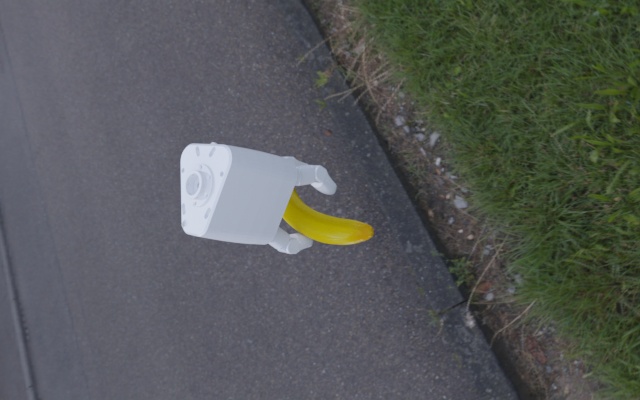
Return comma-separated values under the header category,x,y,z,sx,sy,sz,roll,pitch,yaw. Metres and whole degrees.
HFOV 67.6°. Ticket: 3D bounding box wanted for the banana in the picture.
category,x,y,z,sx,sy,sz,roll,pitch,yaw
banana,-0.012,0.016,0.666,0.197,0.069,0.037,39,8,37
